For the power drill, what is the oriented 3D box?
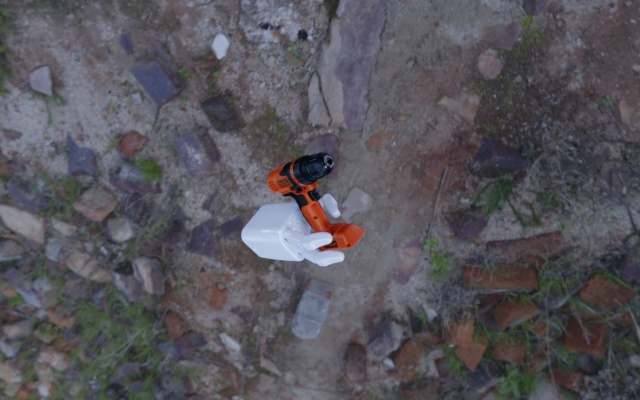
[{"bbox_3d":[0.000,0.003,0.877,0.057,0.188,0.184,-42,16,-31],"label":"power drill"}]
